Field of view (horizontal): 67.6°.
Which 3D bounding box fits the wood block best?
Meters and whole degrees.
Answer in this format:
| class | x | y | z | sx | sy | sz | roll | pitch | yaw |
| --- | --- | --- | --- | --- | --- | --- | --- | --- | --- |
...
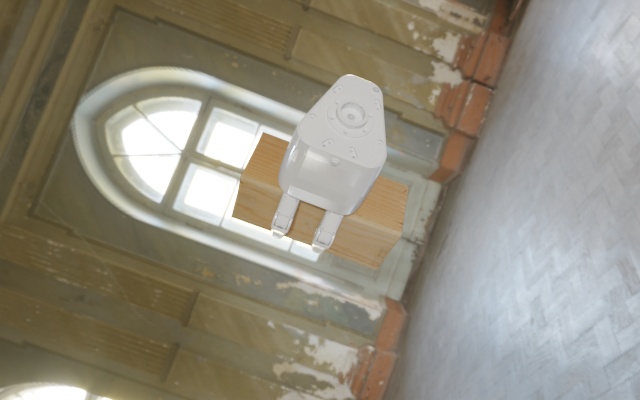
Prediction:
| class | x | y | z | sx | sy | sz | roll | pitch | yaw |
| --- | --- | --- | --- | --- | --- | --- | --- | --- | --- |
| wood block | 0.000 | 0.002 | 0.632 | 0.206 | 0.090 | 0.090 | 21 | -41 | -3 |
